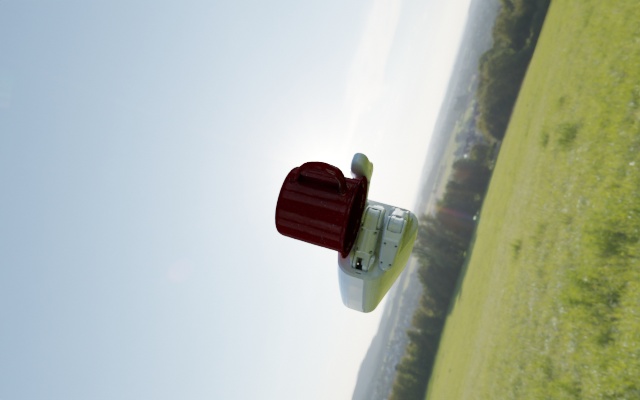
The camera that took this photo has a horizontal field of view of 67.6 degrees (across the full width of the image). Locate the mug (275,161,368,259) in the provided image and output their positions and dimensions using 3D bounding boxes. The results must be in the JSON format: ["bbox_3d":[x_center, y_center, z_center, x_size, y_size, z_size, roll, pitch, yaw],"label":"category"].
[{"bbox_3d":[0.000,0.001,0.520,0.081,0.093,0.117,15,-35,14],"label":"mug"}]
